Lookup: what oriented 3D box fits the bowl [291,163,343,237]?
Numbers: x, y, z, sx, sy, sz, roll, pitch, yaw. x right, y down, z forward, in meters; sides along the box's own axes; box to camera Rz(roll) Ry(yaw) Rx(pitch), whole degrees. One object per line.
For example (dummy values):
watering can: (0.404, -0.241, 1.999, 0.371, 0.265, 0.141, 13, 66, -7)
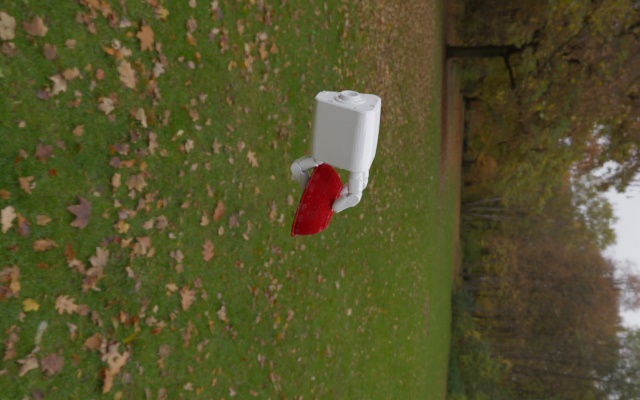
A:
bowl: (0.000, 0.004, 0.896, 0.055, 0.162, 0.162, 22, 2, 5)
